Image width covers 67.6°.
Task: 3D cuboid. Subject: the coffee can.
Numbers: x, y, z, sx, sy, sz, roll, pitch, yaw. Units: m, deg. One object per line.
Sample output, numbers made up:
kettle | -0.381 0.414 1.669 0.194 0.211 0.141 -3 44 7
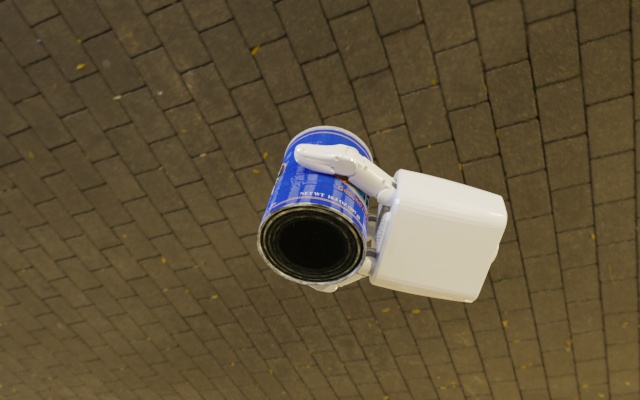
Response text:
coffee can | 0.000 0.001 0.493 0.103 0.103 0.140 0 37 9
